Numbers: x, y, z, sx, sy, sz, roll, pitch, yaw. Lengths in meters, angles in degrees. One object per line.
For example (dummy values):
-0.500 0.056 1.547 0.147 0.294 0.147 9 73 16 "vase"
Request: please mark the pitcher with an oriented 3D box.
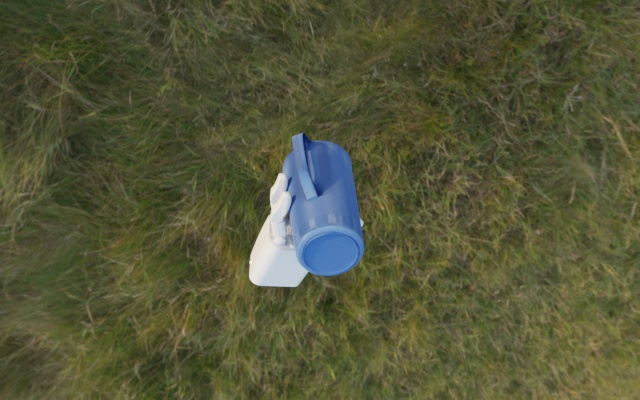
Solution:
0.000 0.003 0.825 0.149 0.145 0.242 17 33 -19 "pitcher"
